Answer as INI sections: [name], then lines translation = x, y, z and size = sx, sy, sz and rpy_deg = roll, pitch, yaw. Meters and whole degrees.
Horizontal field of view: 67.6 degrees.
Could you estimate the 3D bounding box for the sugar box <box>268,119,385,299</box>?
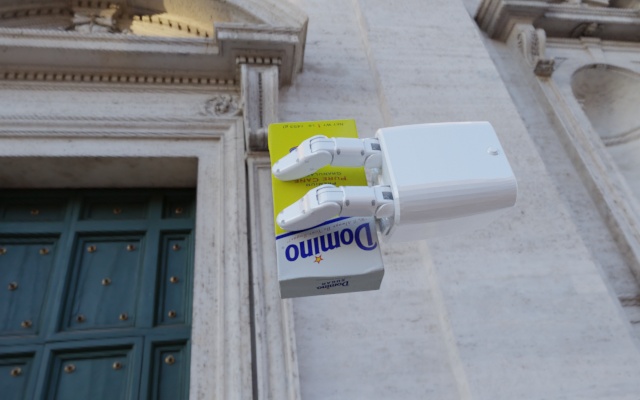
[sugar box]
translation = 0.000, 0.001, 0.458
size = 0.093, 0.176, 0.048
rpy_deg = -5, -35, -5
